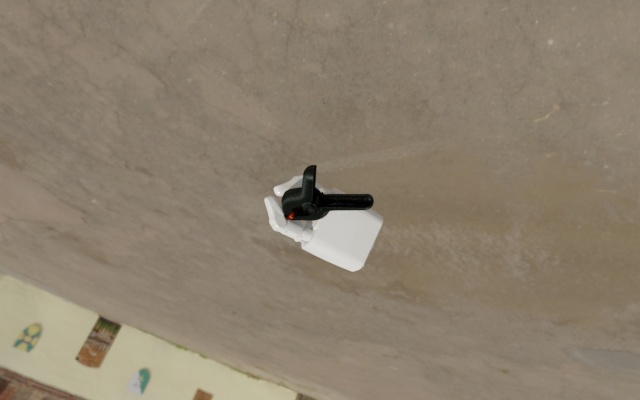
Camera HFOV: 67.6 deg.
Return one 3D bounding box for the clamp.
[{"bbox_3d":[0.000,0.003,0.750,0.120,0.039,0.171,28,-26,-15],"label":"clamp"}]
